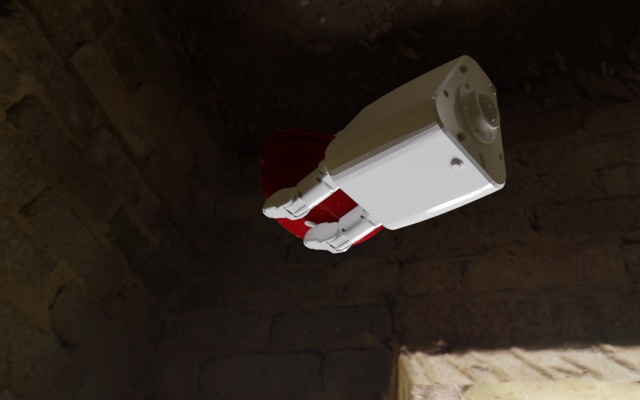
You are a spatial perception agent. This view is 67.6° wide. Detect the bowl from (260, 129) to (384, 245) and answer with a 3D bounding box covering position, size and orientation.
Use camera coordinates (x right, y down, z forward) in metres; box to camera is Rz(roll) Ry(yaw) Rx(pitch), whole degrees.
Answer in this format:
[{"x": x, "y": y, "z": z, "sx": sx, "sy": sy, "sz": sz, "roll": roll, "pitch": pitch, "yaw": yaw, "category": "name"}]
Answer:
[{"x": -0.001, "y": 0.002, "z": 0.491, "sx": 0.162, "sy": 0.055, "sz": 0.162, "roll": 20, "pitch": -28, "yaw": 11, "category": "bowl"}]
